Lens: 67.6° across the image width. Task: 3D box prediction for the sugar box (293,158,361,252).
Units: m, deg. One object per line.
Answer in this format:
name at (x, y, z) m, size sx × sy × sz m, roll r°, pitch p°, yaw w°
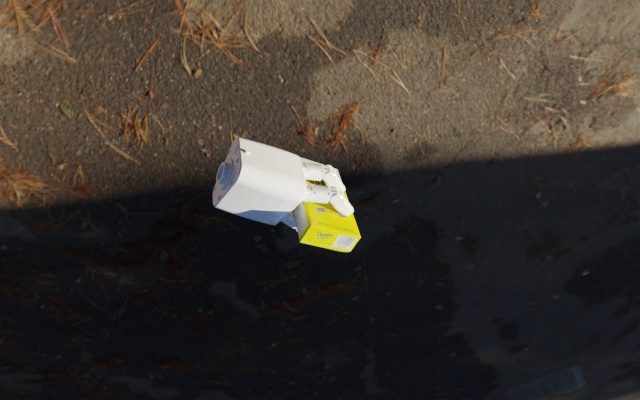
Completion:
sugar box at (0.000, 0.002, 0.796) m, size 0.093 × 0.176 × 0.048 m, roll 15°, pitch -52°, yaw -27°
